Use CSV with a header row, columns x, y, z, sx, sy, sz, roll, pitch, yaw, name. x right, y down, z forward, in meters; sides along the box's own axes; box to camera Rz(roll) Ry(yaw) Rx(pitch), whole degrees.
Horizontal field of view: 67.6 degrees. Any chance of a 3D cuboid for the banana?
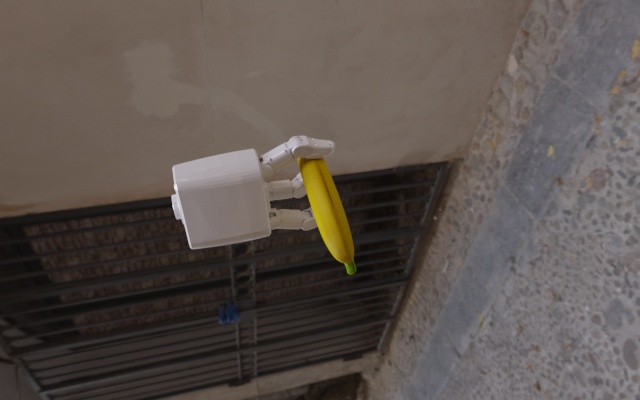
x,y,z,sx,sy,sz,roll,pitch,yaw,name
0.002,-0.002,0.615,0.037,0.197,0.070,-15,-20,-10,banana
